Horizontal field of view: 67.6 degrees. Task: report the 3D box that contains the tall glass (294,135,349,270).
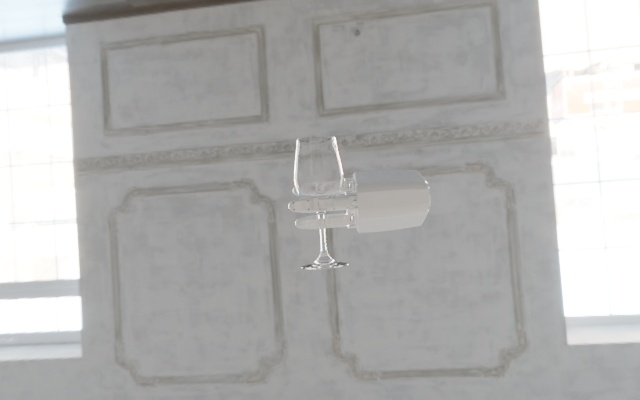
[{"bbox_3d":[0.000,0.003,0.743,0.079,0.201,0.079,-4,-2,0],"label":"tall glass"}]
